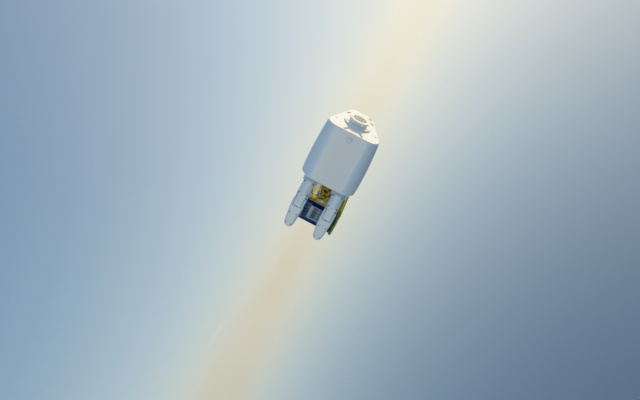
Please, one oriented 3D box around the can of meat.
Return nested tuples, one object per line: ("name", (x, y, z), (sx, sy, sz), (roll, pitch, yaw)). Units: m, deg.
("can of meat", (0.000, 0.003, 0.857), (0.084, 0.057, 0.102), (28, 35, 0))
